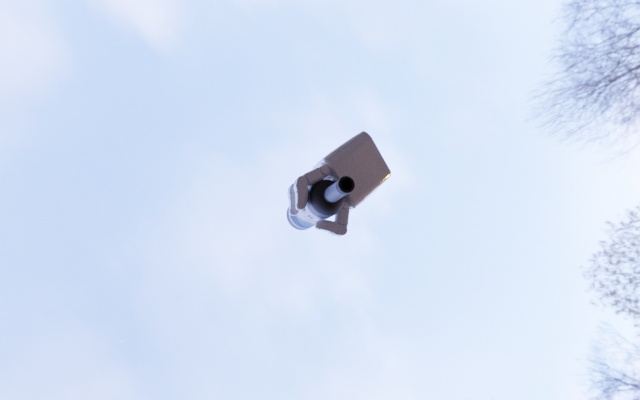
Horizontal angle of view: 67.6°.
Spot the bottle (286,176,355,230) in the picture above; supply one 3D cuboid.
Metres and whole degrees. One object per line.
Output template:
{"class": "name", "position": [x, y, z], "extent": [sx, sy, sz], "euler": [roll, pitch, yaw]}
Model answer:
{"class": "bottle", "position": [0.000, 0.003, 0.884], "extent": [0.069, 0.069, 0.296], "euler": [0, -11, -16]}
